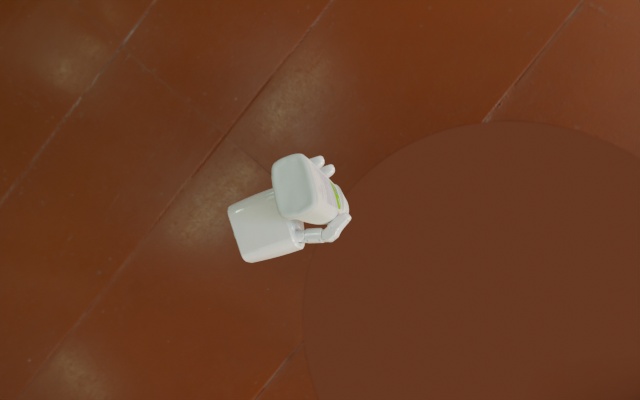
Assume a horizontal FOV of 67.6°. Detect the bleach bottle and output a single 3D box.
[{"bbox_3d":[0.000,0.003,0.825,0.068,0.102,0.251,-18,-18,16],"label":"bleach bottle"}]
